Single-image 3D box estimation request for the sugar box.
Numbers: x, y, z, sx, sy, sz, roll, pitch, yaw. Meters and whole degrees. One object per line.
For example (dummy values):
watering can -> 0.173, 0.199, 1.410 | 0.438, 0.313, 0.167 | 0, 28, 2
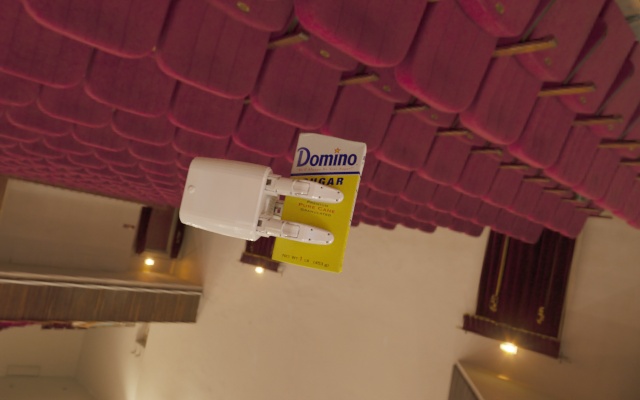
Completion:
sugar box -> 0.000, 0.002, 0.641 | 0.093, 0.176, 0.048 | 11, -4, 7
